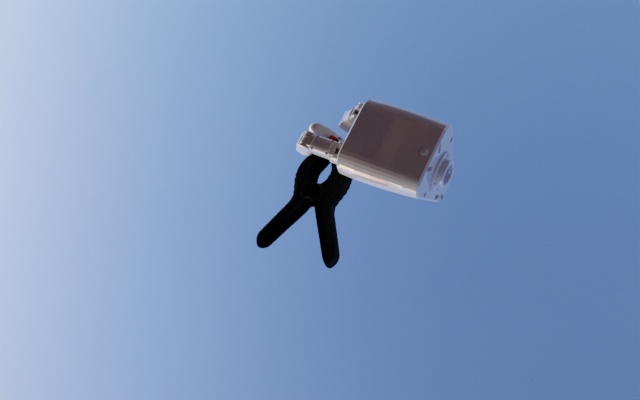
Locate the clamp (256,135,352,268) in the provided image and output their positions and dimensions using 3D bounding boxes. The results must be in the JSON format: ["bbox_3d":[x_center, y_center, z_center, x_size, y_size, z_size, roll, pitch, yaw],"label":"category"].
[{"bbox_3d":[0.000,0.002,0.601,0.120,0.171,0.039,23,-8,29],"label":"clamp"}]
